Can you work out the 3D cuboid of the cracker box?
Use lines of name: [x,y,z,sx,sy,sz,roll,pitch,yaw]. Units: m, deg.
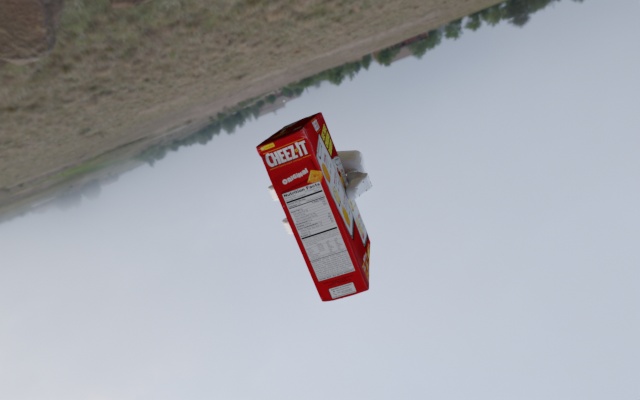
cracker box: [0.000,0.002,0.635,0.072,0.214,0.164,-20,13,12]
